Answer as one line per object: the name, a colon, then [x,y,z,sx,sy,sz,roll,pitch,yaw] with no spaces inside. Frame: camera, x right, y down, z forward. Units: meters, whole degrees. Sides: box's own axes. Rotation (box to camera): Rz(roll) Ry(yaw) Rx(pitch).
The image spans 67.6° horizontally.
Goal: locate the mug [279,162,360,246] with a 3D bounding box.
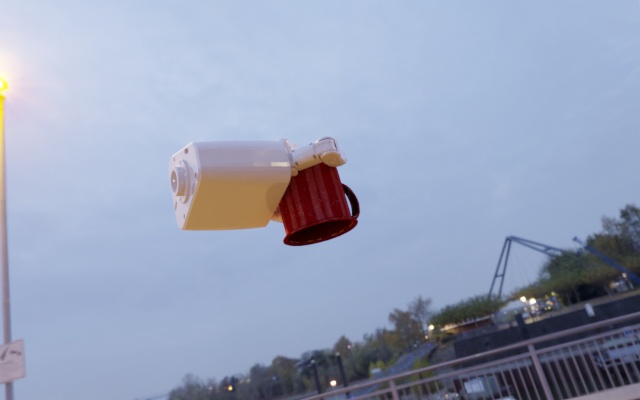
mug: [0.001,0.002,0.591,0.117,0.081,0.093,-3,-22,-34]
